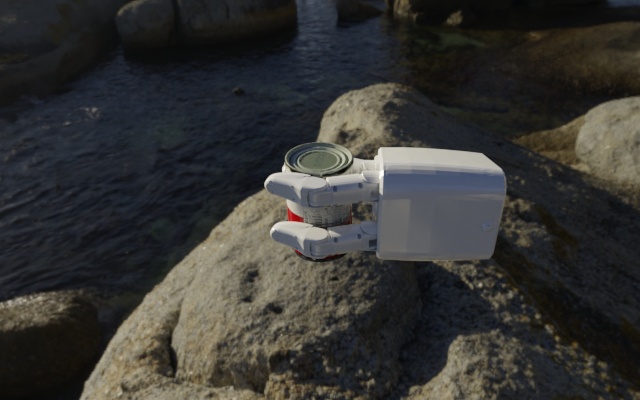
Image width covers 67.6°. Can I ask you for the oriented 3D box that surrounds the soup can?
[{"bbox_3d":[0.000,0.001,0.478,0.068,0.102,0.068,-1,33,1],"label":"soup can"}]
